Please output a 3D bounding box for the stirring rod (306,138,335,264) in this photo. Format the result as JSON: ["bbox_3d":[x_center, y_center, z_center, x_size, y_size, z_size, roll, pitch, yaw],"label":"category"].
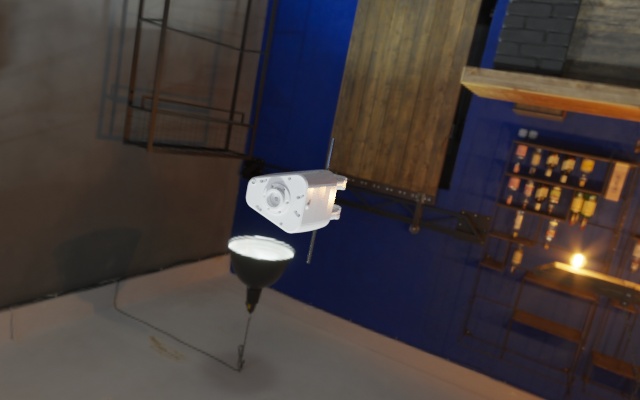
[{"bbox_3d":[0.000,0.003,0.892,0.011,0.239,0.011,11,10,-2],"label":"stirring rod"}]
